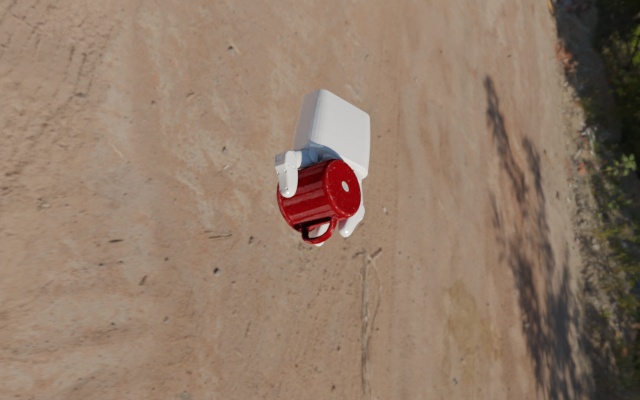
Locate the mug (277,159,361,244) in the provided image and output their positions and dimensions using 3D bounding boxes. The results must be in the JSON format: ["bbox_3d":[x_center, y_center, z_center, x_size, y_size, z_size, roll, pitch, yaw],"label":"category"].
[{"bbox_3d":[0.000,0.003,0.643,0.081,0.117,0.093,-16,-35,37],"label":"mug"}]
